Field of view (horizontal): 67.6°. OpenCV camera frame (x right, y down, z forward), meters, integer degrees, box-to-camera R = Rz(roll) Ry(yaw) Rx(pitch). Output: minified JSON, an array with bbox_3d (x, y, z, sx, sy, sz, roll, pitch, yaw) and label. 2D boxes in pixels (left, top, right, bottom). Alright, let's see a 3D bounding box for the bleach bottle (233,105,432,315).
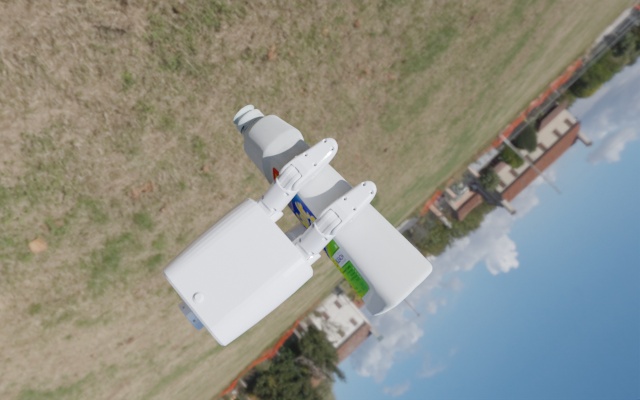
[{"bbox_3d":[0.000,0.002,0.497,0.068,0.251,0.103,-40,-10,-16],"label":"bleach bottle"}]
